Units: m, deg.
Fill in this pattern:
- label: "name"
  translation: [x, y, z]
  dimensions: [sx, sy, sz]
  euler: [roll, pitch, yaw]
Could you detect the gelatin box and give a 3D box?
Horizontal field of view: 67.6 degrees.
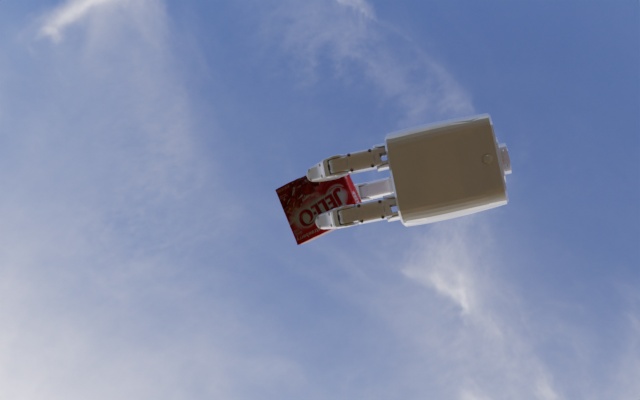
- label: "gelatin box"
  translation: [0.000, 0.002, 0.562]
  dimensions: [0.089, 0.073, 0.030]
  euler: [-26, -9, 21]
